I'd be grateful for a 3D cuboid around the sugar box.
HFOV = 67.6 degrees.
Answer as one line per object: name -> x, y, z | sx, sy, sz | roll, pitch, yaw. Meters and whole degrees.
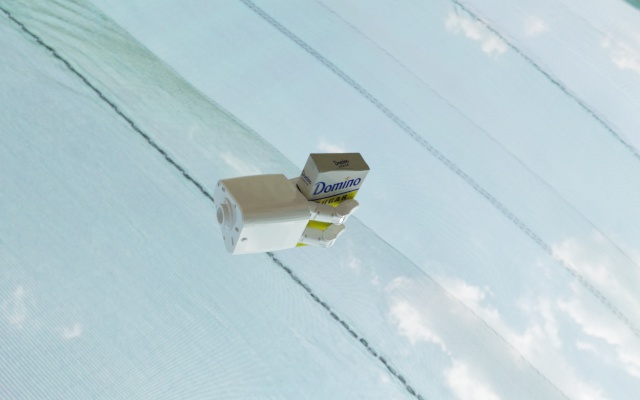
sugar box -> 0.000, 0.003, 0.756 | 0.093, 0.048, 0.176 | -5, -39, -31
